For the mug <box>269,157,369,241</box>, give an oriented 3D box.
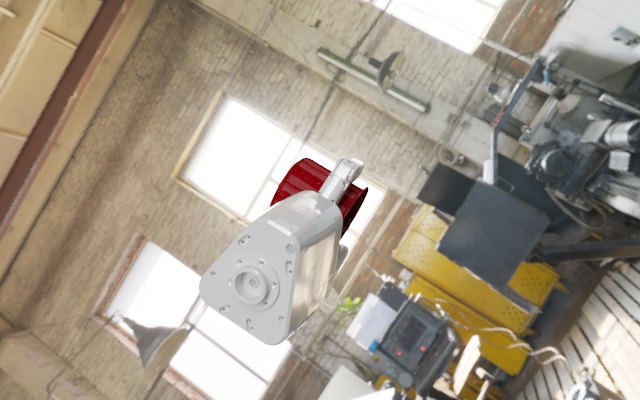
[{"bbox_3d":[0.000,0.001,0.551,0.081,0.093,0.117,32,19,10],"label":"mug"}]
